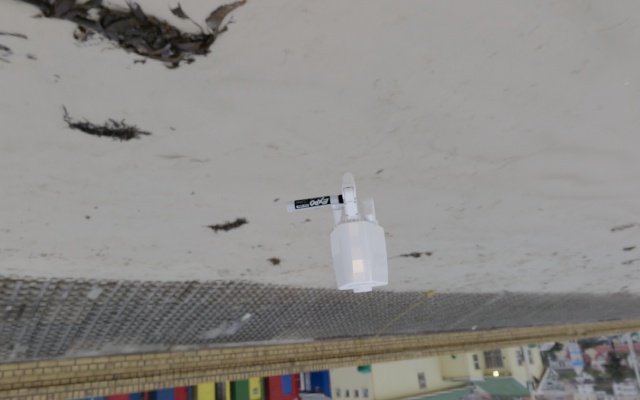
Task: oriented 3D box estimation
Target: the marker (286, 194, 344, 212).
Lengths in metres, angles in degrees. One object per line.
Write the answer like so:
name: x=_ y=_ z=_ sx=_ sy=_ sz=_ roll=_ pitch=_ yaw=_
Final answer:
marker: x=0.000 y=0.003 z=0.838 sx=0.121 sy=0.020 sz=0.020 roll=-8 pitch=-1 yaw=8
